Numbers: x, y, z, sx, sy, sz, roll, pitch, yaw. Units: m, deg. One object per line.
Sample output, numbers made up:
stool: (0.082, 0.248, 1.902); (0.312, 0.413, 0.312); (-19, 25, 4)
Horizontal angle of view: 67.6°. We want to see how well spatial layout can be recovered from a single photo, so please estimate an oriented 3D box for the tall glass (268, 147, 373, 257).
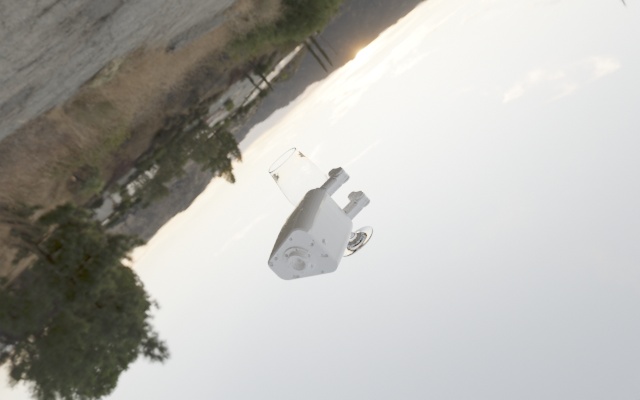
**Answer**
tall glass: (0.001, 0.003, 0.819); (0.079, 0.201, 0.079); (-38, 17, 14)
